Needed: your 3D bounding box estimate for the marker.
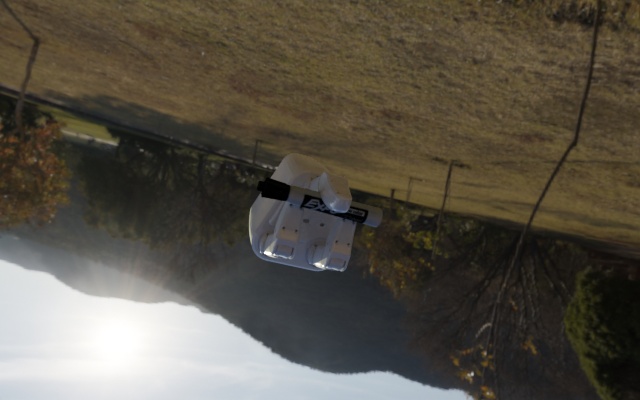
[{"bbox_3d":[0.000,0.002,0.445,0.121,0.020,0.020,15,-4,-16],"label":"marker"}]
